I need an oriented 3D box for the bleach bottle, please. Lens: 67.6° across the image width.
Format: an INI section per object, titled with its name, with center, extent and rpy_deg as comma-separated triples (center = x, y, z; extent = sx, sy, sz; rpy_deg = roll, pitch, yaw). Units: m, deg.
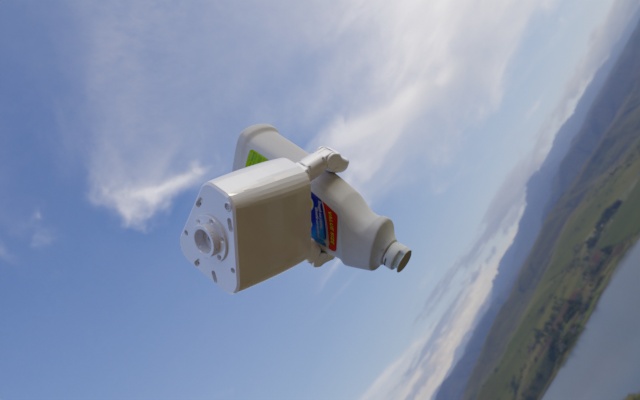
[bleach bottle]
center = 0.000, 0.002, 0.578
extent = 0.250, 0.103, 0.068
rpy_deg = 32, 33, 28
